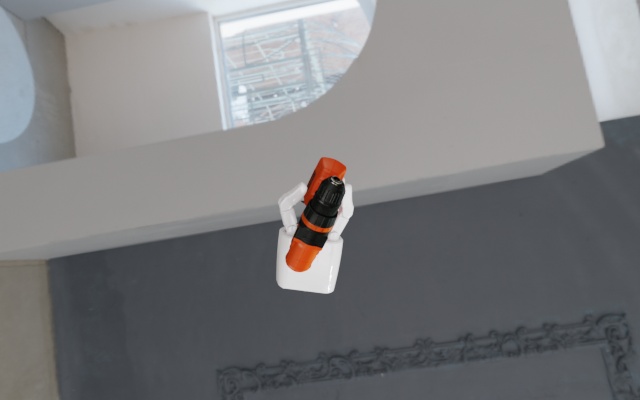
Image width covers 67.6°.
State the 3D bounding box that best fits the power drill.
[{"bbox_3d":[0.000,0.003,0.796,0.057,0.184,0.187,24,33,-5],"label":"power drill"}]
